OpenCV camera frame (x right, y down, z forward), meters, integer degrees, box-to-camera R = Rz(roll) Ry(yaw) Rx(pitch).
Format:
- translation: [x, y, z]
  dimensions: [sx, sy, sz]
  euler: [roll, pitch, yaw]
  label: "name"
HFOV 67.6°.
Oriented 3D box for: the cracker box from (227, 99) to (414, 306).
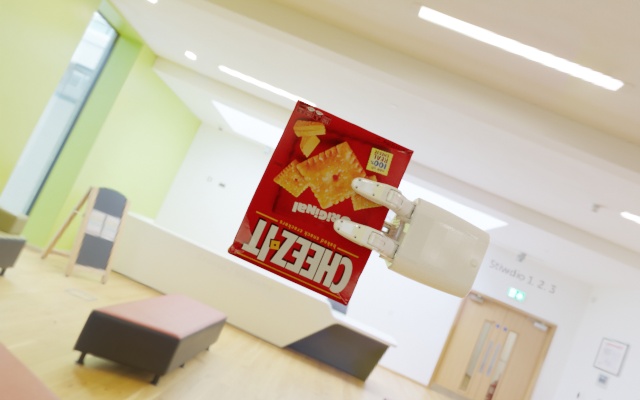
- translation: [0.000, 0.002, 0.611]
  dimensions: [0.164, 0.213, 0.072]
  euler: [25, -7, -4]
  label: "cracker box"
